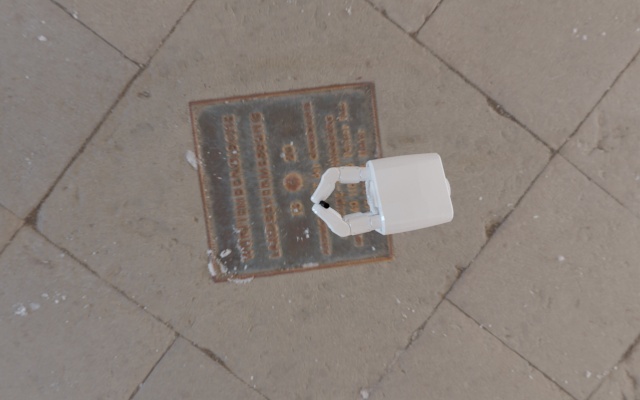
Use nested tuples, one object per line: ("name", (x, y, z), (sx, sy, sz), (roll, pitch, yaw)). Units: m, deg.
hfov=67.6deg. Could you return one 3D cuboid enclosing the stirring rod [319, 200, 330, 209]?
("stirring rod", (0.000, 0.002, 0.739), (0.011, 0.011, 0.239), (0, 2, -4))
